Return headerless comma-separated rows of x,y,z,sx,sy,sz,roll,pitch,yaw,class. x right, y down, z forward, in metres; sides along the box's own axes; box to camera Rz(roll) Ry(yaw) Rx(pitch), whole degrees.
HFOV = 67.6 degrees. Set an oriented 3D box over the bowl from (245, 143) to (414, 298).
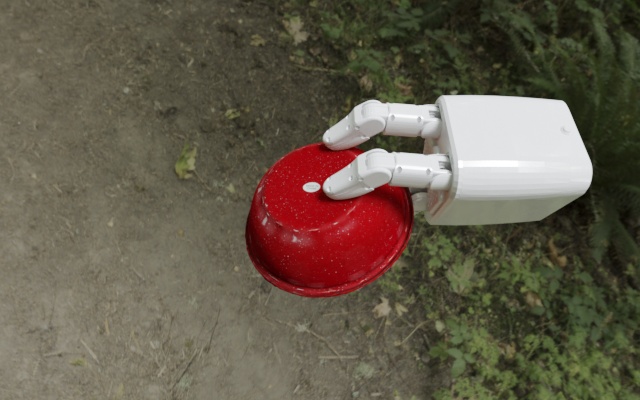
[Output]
-0.001,0.002,0.427,0.162,0.162,0.055,0,-34,16,bowl
